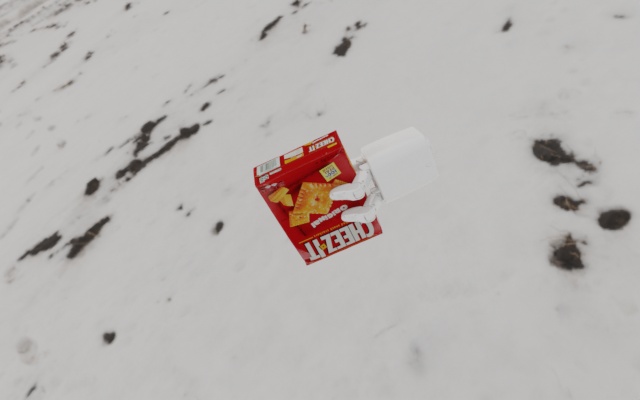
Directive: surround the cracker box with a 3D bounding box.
[{"bbox_3d":[0.000,0.003,0.866,0.164,0.214,0.072,-24,36,7],"label":"cracker box"}]
